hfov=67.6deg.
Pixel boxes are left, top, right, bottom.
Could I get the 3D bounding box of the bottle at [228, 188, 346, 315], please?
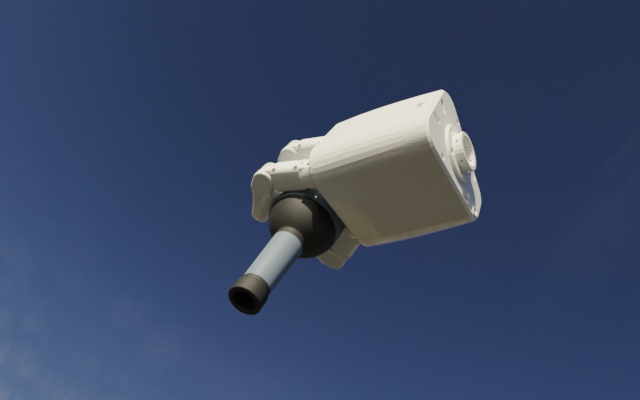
[{"bbox_3d":[0.000,0.001,0.463,0.069,0.069,0.295,0,29,26],"label":"bottle"}]
